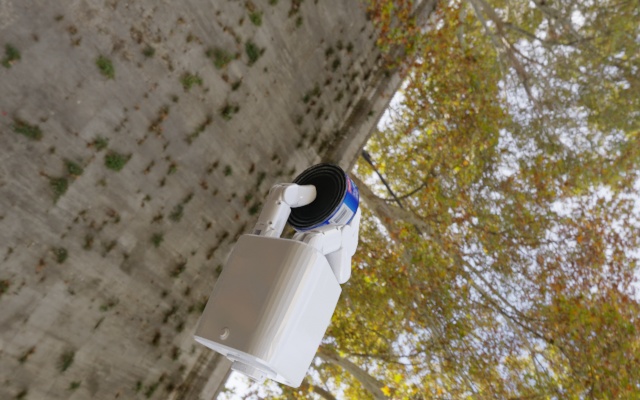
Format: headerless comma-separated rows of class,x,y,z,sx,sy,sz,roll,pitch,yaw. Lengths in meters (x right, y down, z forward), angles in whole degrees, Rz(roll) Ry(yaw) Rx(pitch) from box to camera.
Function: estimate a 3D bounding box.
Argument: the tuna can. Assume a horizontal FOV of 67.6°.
tuna can,0.000,0.002,0.536,0.086,0.086,0.034,0,-32,39
